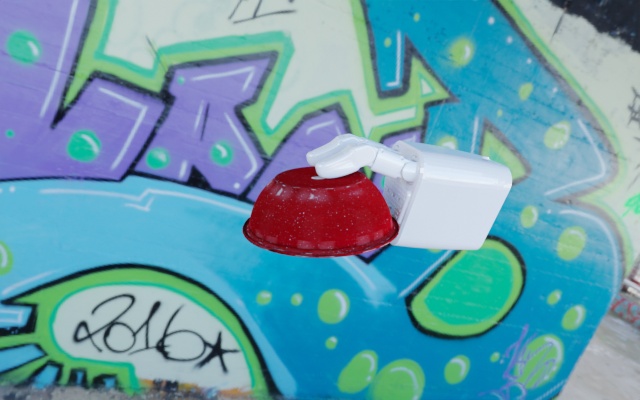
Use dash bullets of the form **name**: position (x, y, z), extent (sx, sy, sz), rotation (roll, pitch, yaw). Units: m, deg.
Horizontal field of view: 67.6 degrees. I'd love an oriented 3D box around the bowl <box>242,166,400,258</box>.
- **bowl**: position (-0.001, 0.001, 0.485), extent (0.162, 0.055, 0.162), rotation (-1, 18, 0)
